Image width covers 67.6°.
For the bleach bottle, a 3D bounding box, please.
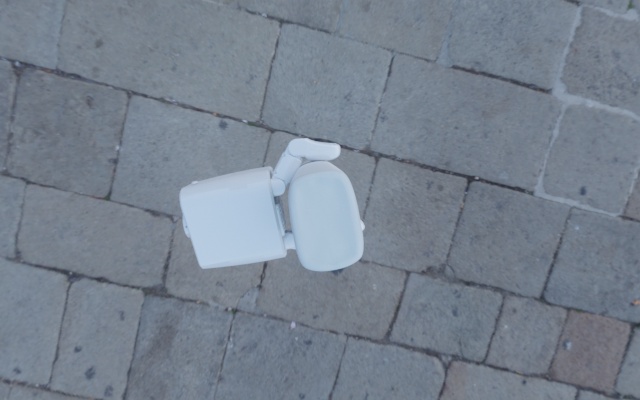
[{"bbox_3d":[0.000,0.002,0.580,0.068,0.102,0.251,-10,8,-1],"label":"bleach bottle"}]
